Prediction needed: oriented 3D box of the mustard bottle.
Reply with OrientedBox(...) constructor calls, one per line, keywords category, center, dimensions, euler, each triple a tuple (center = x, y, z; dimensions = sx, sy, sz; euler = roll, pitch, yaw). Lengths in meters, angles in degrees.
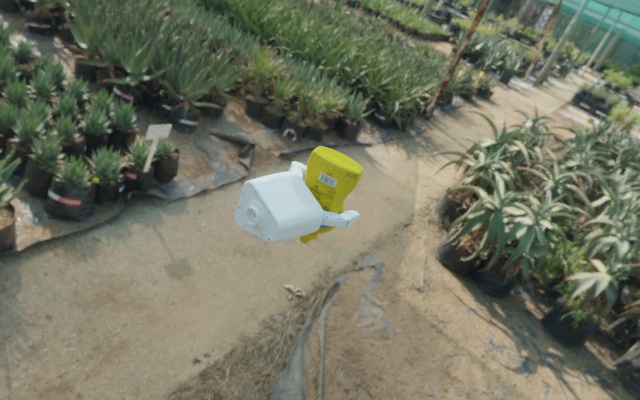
OrientedBox(category="mustard bottle", center=(0.000, 0.003, 0.881), dimensions=(0.096, 0.192, 0.058), euler=(27, 29, 7))
